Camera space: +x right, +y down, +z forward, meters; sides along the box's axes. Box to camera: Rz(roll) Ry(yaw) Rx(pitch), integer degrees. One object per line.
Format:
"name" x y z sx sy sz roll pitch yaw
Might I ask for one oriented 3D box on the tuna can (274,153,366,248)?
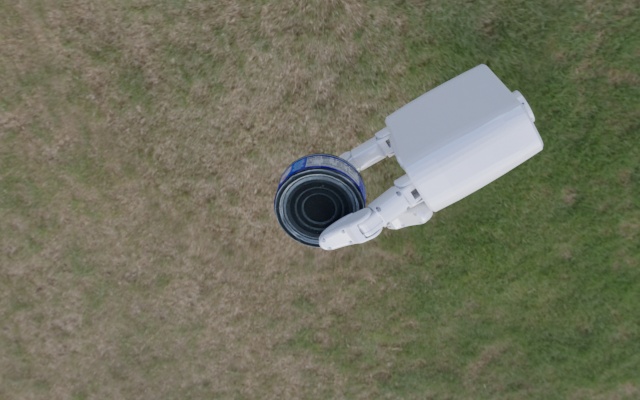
"tuna can" 0.000 0.002 0.448 0.086 0.086 0.033 0 28 5
